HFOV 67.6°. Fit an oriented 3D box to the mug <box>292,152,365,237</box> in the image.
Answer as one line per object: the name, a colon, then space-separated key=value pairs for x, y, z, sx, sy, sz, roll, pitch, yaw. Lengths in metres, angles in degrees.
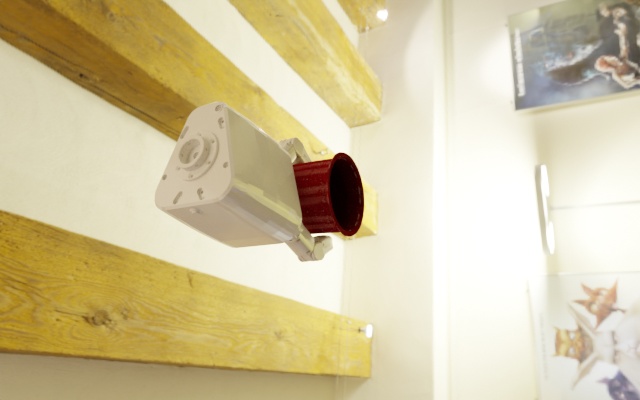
mug: x=0.001 y=0.002 z=0.551 sx=0.081 sy=0.093 sz=0.117 roll=-6 pitch=-27 yaw=28
